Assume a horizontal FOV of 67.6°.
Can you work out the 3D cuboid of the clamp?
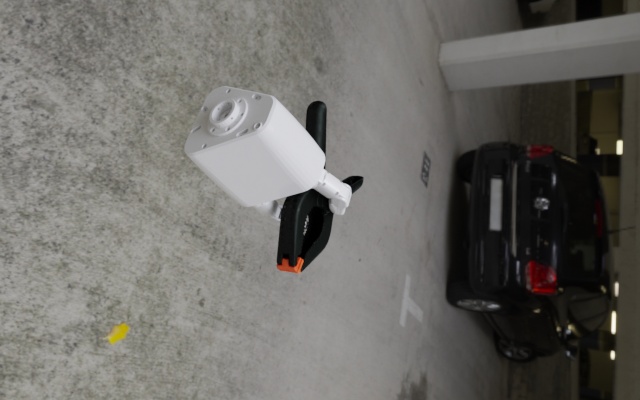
[{"bbox_3d":[0.001,0.002,0.617,0.036,0.210,0.165,2,-28,31],"label":"clamp"}]
